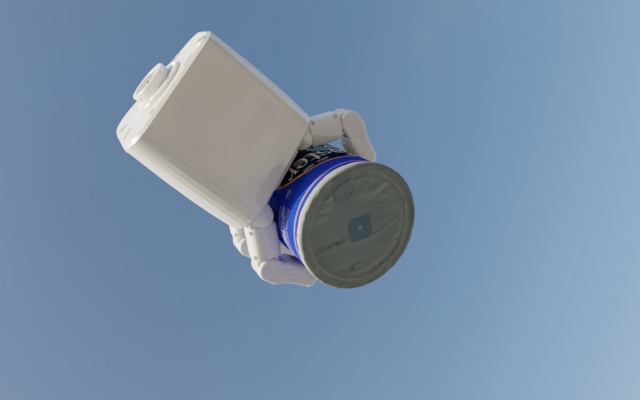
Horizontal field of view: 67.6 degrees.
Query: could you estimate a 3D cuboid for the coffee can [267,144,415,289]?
[{"bbox_3d":[0.000,0.001,0.424,0.103,0.103,0.140,0,17,-28],"label":"coffee can"}]
